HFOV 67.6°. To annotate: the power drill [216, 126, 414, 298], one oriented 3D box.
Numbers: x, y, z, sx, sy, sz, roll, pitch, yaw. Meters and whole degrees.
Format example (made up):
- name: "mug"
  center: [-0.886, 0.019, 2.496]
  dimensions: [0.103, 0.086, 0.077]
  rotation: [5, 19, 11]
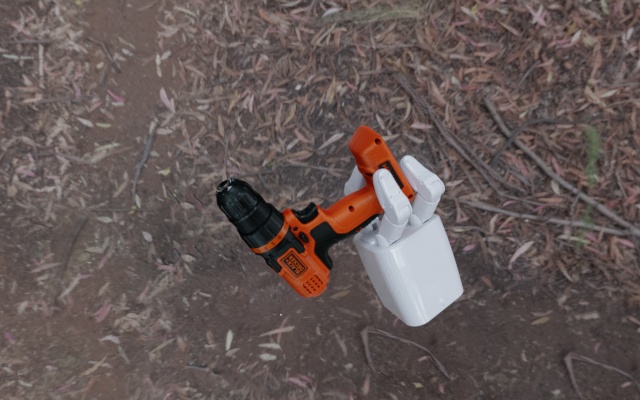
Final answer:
- name: "power drill"
  center: [0.001, 0.002, 0.539]
  dimensions: [0.187, 0.184, 0.057]
  rotation: [-38, 34, -1]
